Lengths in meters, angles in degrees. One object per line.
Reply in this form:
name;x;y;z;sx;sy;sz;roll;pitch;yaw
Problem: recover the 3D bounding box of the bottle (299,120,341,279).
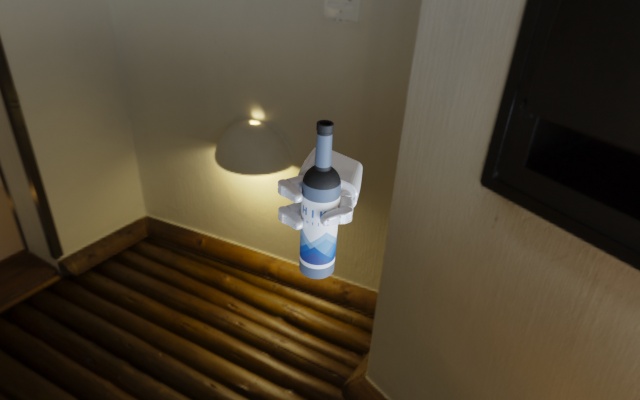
bottle;0.000;0.003;0.828;0.069;0.296;0.069;2;32;-2
